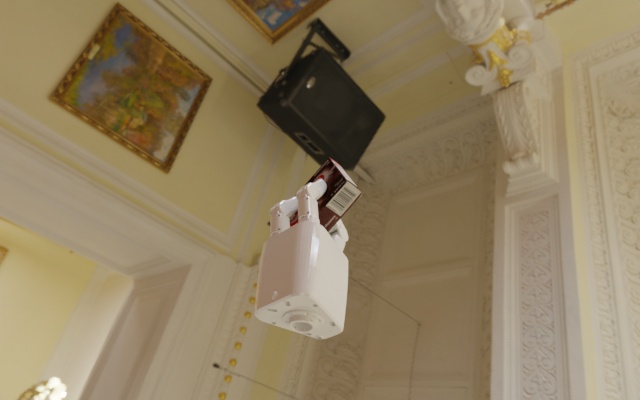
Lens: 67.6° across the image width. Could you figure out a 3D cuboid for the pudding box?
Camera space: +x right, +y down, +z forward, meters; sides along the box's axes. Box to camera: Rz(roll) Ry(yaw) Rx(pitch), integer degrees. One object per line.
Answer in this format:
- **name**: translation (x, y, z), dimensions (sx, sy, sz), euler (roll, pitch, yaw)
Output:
- **pudding box**: translation (0.000, 0.002, 0.701), dimensions (0.039, 0.113, 0.090), euler (38, 10, -31)
